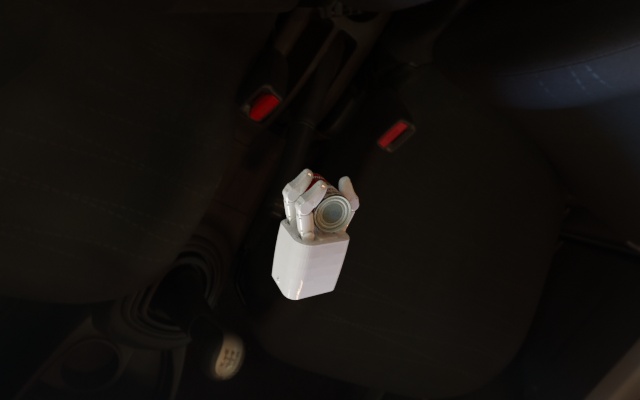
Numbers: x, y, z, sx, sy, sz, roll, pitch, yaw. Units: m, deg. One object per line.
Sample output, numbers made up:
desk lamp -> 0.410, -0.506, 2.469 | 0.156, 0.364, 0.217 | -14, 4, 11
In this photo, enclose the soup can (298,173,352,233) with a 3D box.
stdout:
soup can -> 0.000, 0.002, 0.793 | 0.068, 0.068, 0.102 | 0, 23, -25
